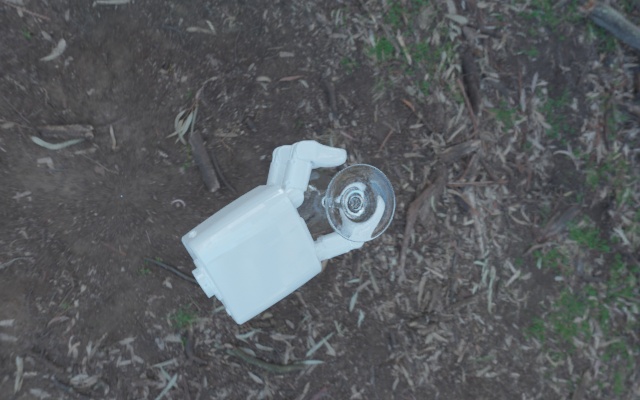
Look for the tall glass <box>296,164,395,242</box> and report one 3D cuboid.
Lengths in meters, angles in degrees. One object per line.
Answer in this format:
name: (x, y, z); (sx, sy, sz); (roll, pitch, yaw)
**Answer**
tall glass: (0.000, 0.002, 0.541); (0.079, 0.079, 0.201); (0, 1, -22)
